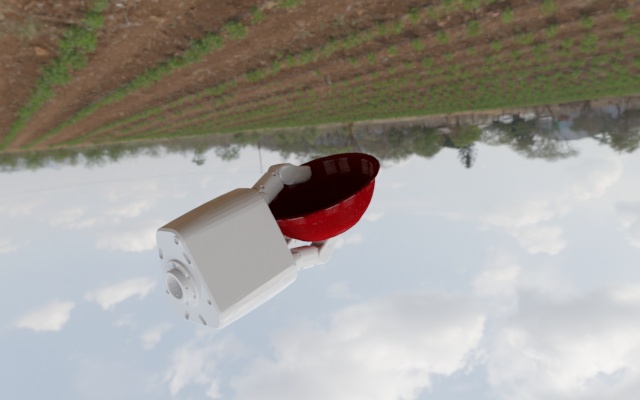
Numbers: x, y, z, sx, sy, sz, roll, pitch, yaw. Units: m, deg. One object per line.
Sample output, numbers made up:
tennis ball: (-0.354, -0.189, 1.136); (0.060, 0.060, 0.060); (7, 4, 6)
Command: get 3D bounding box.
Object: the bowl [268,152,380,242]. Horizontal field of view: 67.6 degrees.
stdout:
bowl: (0.001, 0.002, 0.574); (0.162, 0.055, 0.162); (-18, 24, 8)
